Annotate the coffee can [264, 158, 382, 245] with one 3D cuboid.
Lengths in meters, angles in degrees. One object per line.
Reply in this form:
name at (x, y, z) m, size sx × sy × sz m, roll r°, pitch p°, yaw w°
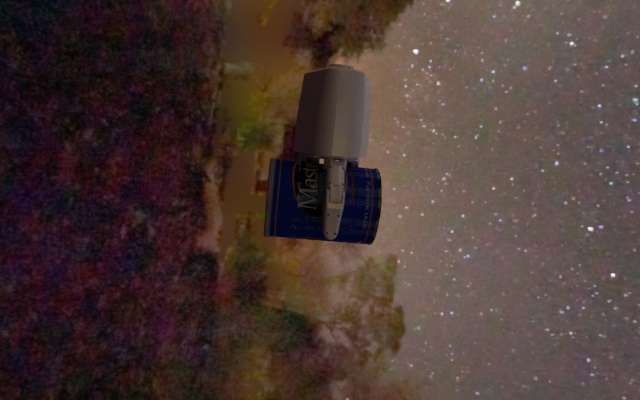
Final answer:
coffee can at (0.000, 0.002, 0.625) m, size 0.140 × 0.103 × 0.103 m, roll 5°, pitch -1°, yaw -5°
